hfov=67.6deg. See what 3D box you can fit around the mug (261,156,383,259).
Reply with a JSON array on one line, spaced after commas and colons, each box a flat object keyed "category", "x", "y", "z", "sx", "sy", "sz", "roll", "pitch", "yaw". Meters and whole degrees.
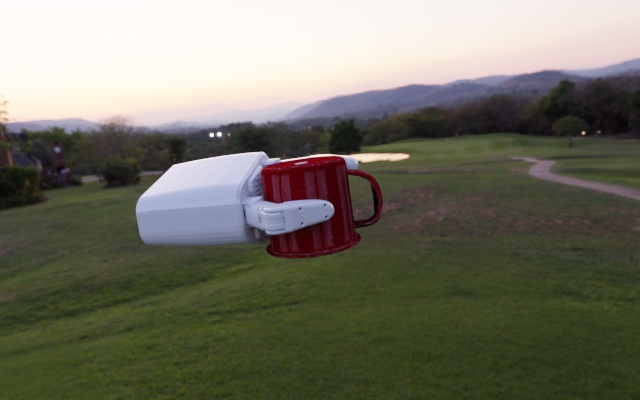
[{"category": "mug", "x": 0.001, "y": 0.001, "z": 0.454, "sx": 0.117, "sy": 0.081, "sz": 0.093, "roll": -6, "pitch": 10, "yaw": 11}]
